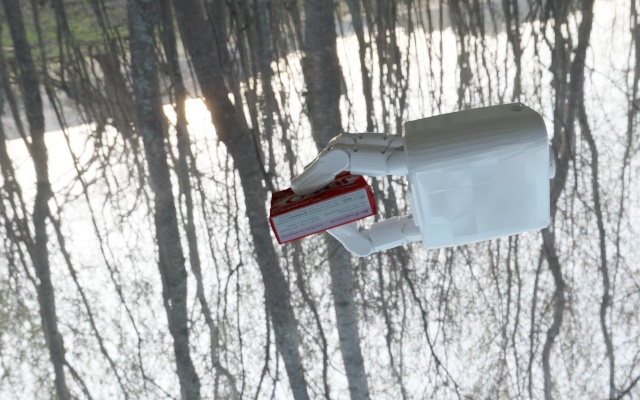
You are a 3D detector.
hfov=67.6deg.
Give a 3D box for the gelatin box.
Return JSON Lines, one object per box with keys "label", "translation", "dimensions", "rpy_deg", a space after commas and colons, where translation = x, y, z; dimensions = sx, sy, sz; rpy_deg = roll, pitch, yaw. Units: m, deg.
{"label": "gelatin box", "translation": [0.000, 0.002, 0.425], "dimensions": [0.089, 0.030, 0.073], "rpy_deg": [-18, 17, 2]}
